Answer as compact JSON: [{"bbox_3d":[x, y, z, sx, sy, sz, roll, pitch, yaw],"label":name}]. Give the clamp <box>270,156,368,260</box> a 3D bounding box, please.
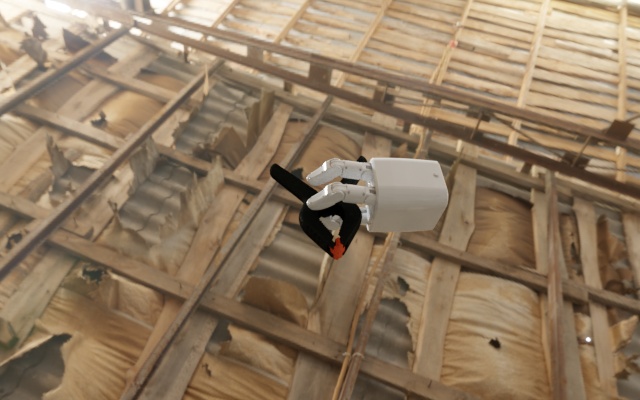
[{"bbox_3d":[0.000,0.003,0.740,0.164,0.036,0.209,-2,44,-1],"label":"clamp"}]
